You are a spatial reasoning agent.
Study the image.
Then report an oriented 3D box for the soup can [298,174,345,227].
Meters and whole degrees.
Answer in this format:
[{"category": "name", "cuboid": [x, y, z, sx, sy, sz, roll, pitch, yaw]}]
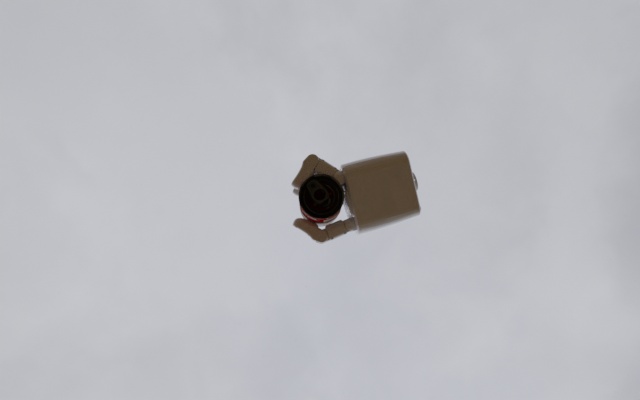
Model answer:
[{"category": "soup can", "cuboid": [0.000, 0.003, 0.749, 0.068, 0.068, 0.102, 0, -10, -1]}]
